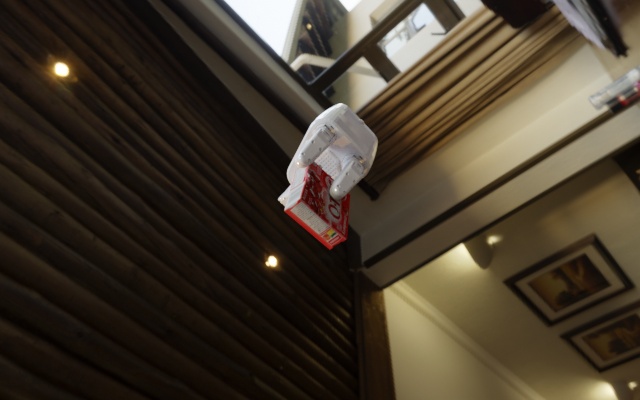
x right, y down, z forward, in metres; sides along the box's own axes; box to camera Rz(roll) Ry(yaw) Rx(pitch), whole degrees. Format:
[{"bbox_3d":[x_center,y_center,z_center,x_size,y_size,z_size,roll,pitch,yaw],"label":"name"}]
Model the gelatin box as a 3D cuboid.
[{"bbox_3d":[0.000,0.002,0.555,0.030,0.073,0.089,-36,23,28],"label":"gelatin box"}]
